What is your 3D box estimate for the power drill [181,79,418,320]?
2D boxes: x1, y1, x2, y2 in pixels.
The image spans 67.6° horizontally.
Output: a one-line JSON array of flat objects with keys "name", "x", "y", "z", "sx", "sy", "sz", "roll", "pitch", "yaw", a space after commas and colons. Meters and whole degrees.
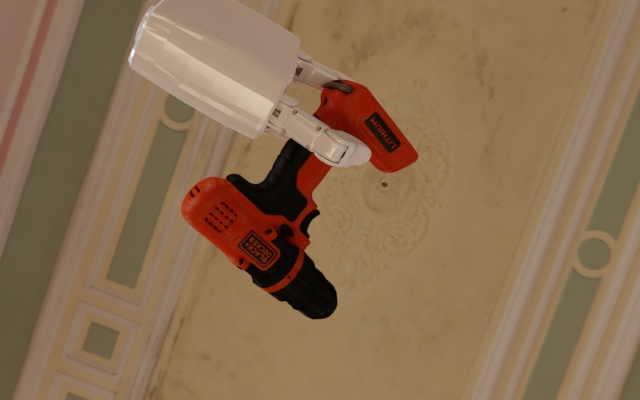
[{"name": "power drill", "x": 0.000, "y": 0.001, "z": 0.431, "sx": 0.184, "sy": 0.187, "sz": 0.057, "roll": 46, "pitch": -8, "yaw": -32}]
